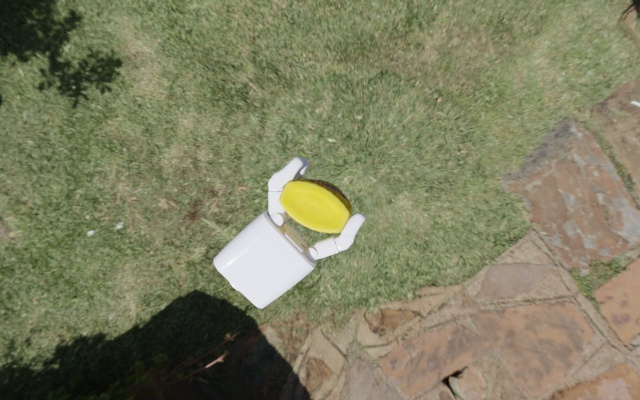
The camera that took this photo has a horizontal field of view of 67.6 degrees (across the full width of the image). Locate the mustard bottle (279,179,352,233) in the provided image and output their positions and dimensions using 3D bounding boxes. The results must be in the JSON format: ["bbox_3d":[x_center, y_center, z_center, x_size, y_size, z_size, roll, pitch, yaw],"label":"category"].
[{"bbox_3d":[0.000,0.002,0.713,0.096,0.058,0.191,25,6,3],"label":"mustard bottle"}]
